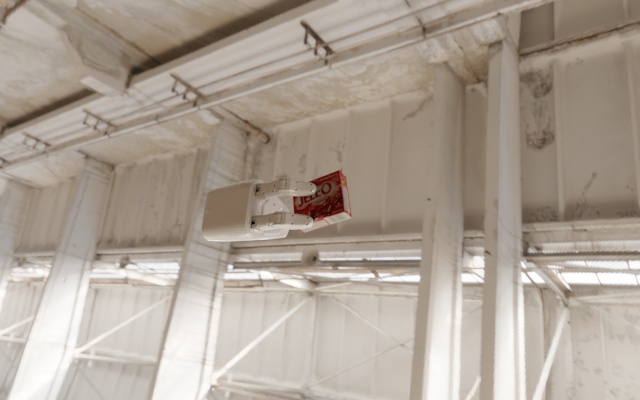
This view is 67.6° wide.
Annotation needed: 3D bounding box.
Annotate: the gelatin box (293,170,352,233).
[{"bbox_3d":[0.001,0.003,0.743,0.089,0.073,0.030,-19,-31,23],"label":"gelatin box"}]
